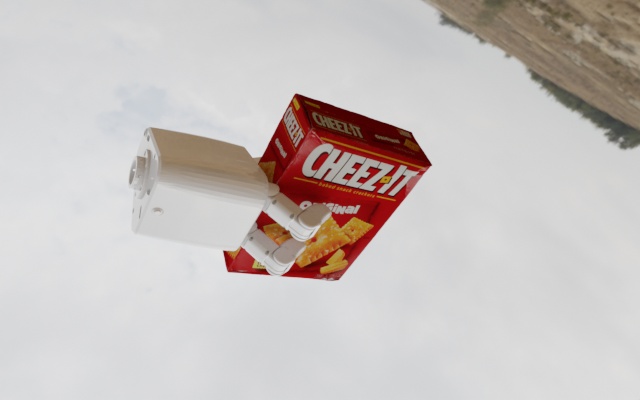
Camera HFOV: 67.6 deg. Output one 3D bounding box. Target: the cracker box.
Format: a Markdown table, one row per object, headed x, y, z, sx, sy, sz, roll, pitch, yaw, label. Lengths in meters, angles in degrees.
| x | y | z | sx | sy | sz | roll | pitch | yaw | label |
| --- | --- | --- | --- | --- | --- | --- | --- | --- | --- |
| 0.000 | 0.002 | 0.556 | 0.164 | 0.214 | 0.072 | 11 | 39 | -32 | cracker box |
